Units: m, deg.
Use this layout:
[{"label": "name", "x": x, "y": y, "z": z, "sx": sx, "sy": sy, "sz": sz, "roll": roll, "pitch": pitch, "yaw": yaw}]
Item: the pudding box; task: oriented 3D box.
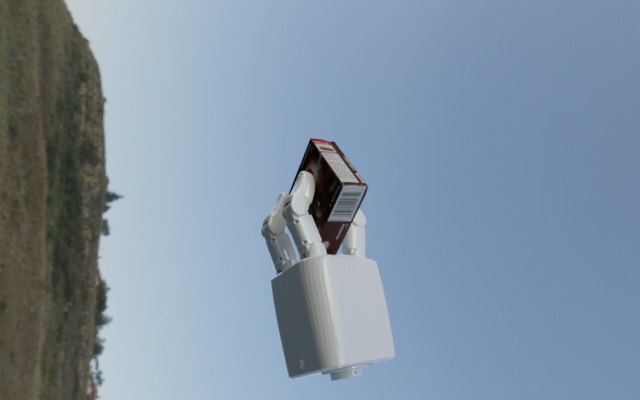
[{"label": "pudding box", "x": 0.000, "y": 0.002, "z": 0.535, "sx": 0.039, "sy": 0.113, "sz": 0.090, "roll": 4, "pitch": 36, "yaw": -33}]
